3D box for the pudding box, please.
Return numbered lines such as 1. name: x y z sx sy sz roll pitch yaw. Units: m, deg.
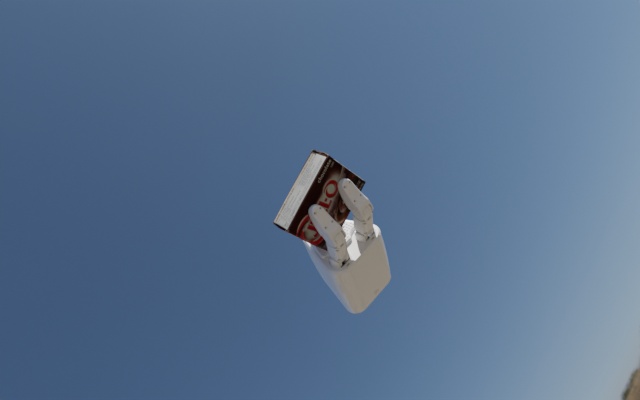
1. pudding box: 0.000 0.002 0.637 0.039 0.113 0.090 23 -5 42
